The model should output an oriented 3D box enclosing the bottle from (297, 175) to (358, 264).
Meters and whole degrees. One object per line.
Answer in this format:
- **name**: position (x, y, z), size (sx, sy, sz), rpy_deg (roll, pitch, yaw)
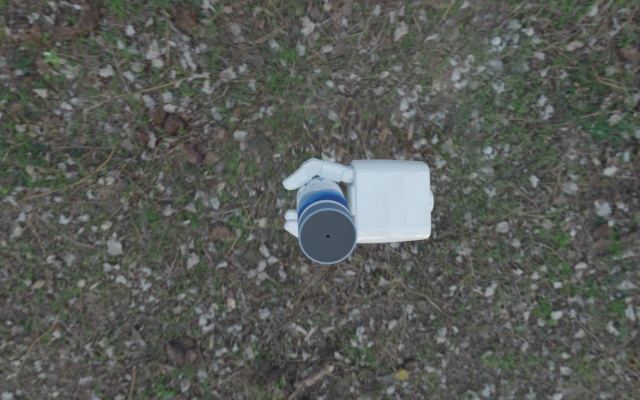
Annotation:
- **bottle**: position (0.000, 0.002, 0.672), size (0.069, 0.069, 0.295), rpy_deg (0, 15, -3)
